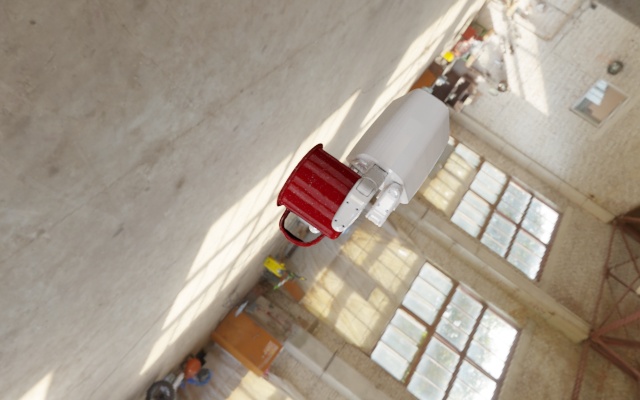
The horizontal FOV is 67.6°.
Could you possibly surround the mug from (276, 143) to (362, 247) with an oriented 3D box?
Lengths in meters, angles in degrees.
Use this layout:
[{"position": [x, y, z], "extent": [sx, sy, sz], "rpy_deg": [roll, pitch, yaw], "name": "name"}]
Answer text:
[{"position": [-0.001, 0.003, 0.565], "extent": [0.081, 0.117, 0.093], "rpy_deg": [36, -7, 7], "name": "mug"}]
